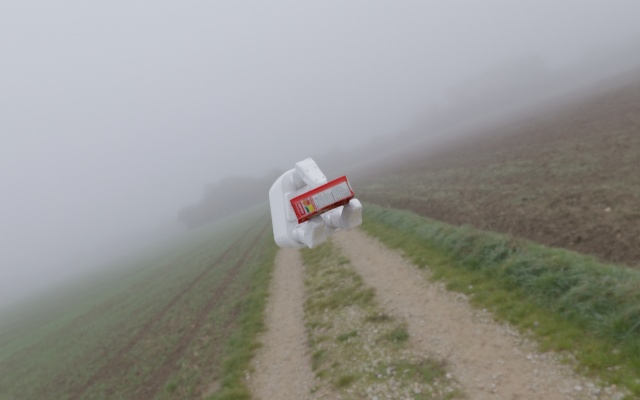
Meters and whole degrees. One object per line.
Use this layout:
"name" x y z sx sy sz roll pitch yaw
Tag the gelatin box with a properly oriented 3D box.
"gelatin box" 0.000 0.001 0.596 0.073 0.030 0.089 -23 -5 -5
